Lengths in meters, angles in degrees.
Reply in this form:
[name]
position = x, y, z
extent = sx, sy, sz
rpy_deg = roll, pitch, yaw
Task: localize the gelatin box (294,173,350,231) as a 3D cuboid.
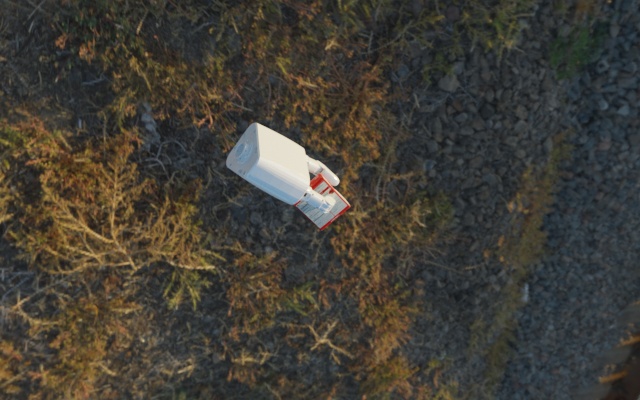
[gelatin box]
position = 0.000, 0.003, 0.889
extent = 0.089, 0.073, 0.030
rpy_deg = 45, 8, -34
